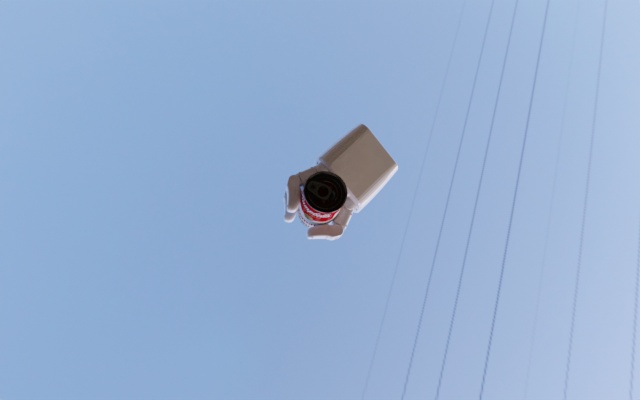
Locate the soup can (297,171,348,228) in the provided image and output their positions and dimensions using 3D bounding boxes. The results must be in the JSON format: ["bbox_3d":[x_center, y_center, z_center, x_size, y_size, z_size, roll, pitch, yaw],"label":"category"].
[{"bbox_3d":[0.000,0.003,0.770,0.068,0.068,0.102,0,-18,-9],"label":"soup can"}]
